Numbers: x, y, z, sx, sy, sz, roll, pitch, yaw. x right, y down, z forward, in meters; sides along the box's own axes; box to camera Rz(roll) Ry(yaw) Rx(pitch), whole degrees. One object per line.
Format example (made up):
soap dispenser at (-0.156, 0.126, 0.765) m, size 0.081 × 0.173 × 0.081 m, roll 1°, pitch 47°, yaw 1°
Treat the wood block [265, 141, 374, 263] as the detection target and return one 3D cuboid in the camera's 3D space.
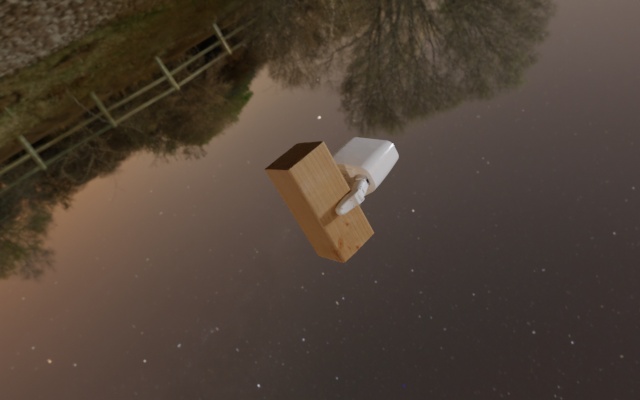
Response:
wood block at (0.001, 0.003, 0.877) m, size 0.090 × 0.206 × 0.091 m, roll -42°, pitch 24°, yaw -25°
